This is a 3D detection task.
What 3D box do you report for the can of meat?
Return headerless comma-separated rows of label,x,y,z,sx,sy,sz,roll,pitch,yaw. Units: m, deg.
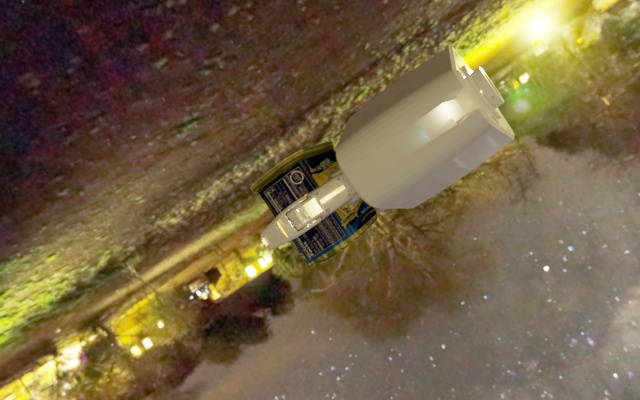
can of meat,0.000,0.002,0.415,0.057,0.084,0.102,-35,-2,24
